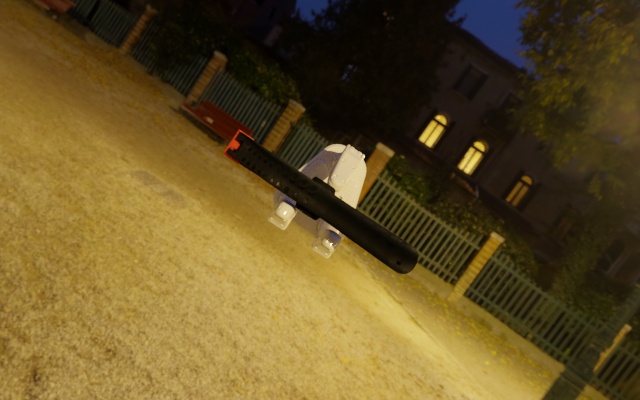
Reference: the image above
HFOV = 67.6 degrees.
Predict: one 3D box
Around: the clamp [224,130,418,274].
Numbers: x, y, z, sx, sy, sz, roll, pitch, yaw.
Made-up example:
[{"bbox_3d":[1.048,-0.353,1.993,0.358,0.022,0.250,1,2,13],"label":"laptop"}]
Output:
[{"bbox_3d":[0.000,0.000,0.451,0.210,0.036,0.164,34,-1,-3],"label":"clamp"}]
